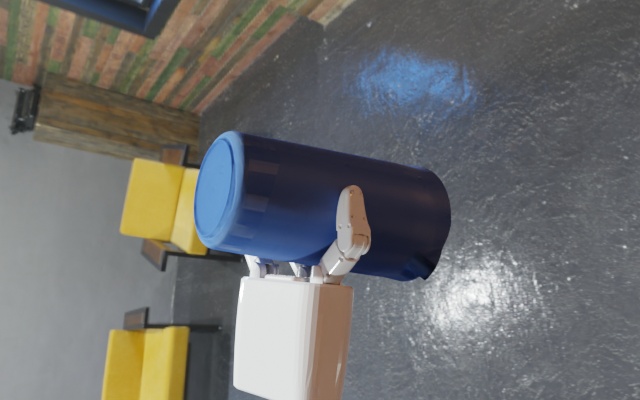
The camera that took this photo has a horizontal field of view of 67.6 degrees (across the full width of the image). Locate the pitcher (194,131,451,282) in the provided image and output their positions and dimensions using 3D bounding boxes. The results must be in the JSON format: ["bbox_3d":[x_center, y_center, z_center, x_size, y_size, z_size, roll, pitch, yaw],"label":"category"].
[{"bbox_3d":[0.000,0.002,0.494,0.243,0.145,0.149,11,-10,-32],"label":"pitcher"}]
